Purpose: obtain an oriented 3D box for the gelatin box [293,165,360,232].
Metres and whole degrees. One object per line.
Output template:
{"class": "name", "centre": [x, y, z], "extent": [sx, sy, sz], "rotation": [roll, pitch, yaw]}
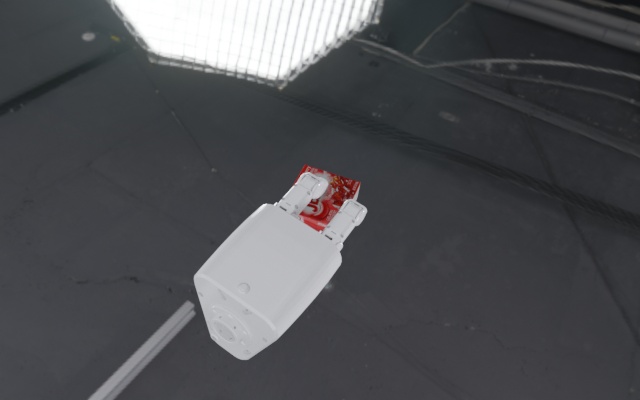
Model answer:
{"class": "gelatin box", "centre": [0.000, 0.002, 0.560], "extent": [0.073, 0.030, 0.089], "rotation": [18, 42, 8]}
